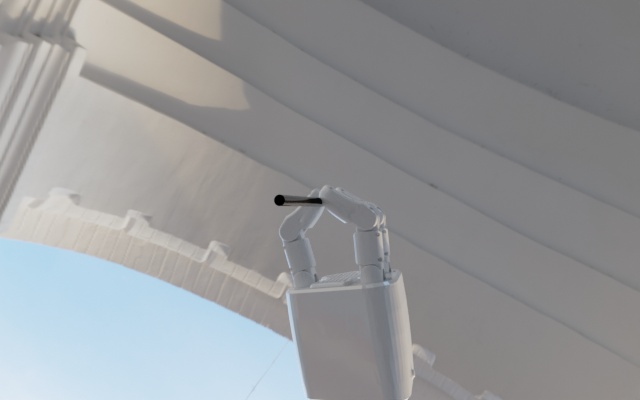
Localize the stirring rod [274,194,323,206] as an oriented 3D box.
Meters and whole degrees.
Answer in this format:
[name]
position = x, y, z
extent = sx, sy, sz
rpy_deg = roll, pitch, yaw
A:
[stirring rod]
position = 0.000, 0.002, 0.444
extent = 0.011, 0.011, 0.239
rpy_deg = 0, -1, 14
